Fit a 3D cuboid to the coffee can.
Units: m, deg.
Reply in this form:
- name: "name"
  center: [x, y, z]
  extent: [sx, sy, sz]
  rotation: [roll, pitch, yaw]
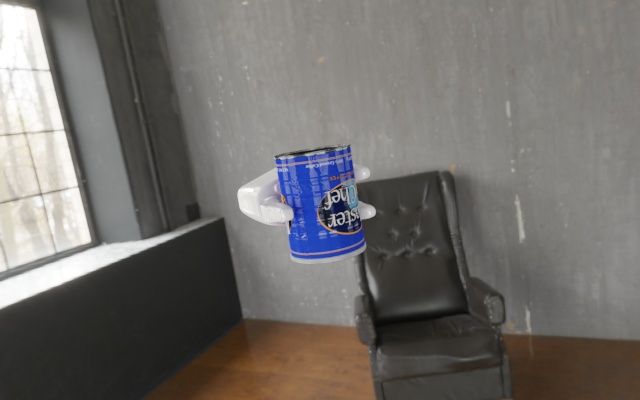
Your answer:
- name: "coffee can"
  center: [0.000, 0.002, 0.634]
  extent: [0.103, 0.140, 0.103]
  rotation: [-9, 9, 1]
